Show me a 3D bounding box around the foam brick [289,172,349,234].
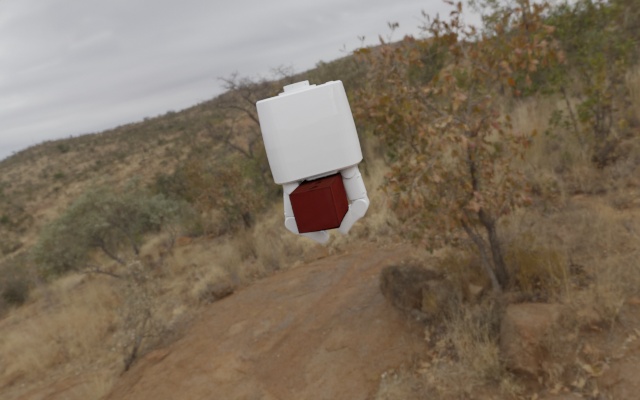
[{"bbox_3d":[0.000,0.002,0.589,0.053,0.051,0.078,-10,14,15],"label":"foam brick"}]
